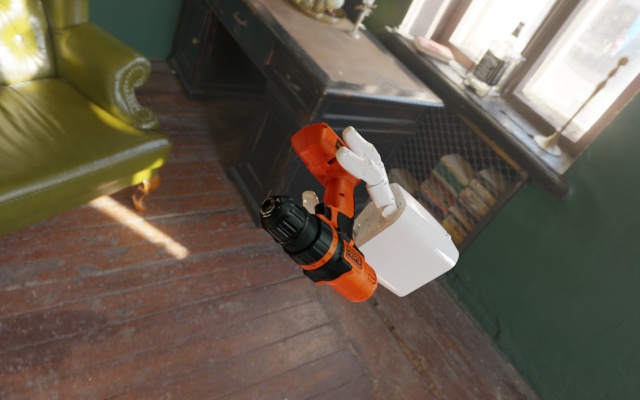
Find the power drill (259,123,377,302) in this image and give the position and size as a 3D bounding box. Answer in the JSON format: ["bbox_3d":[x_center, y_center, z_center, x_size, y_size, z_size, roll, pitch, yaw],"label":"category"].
[{"bbox_3d":[0.000,0.002,0.541,0.057,0.187,0.184,-20,-44,24],"label":"power drill"}]
